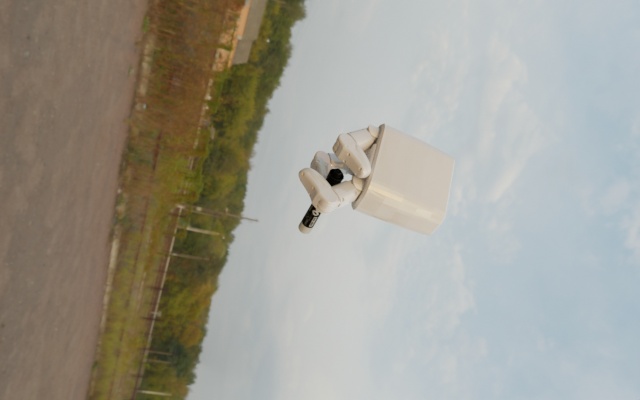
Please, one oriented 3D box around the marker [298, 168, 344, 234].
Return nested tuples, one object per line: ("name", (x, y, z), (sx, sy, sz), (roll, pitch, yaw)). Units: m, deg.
("marker", (0.000, 0.002, 0.595), (0.020, 0.020, 0.121), (0, -36, -26))
